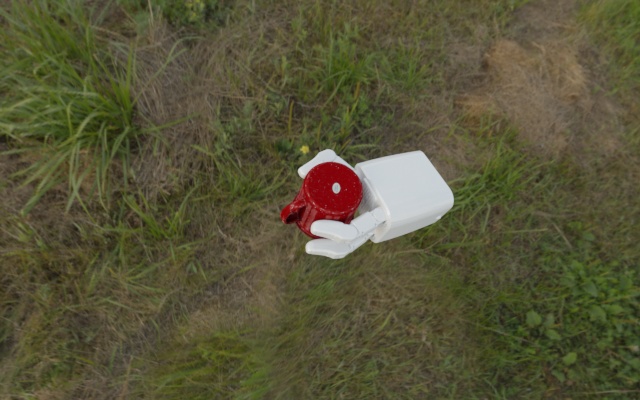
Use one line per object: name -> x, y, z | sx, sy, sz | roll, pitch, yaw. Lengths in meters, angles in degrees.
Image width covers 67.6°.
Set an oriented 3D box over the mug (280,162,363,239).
mug -> -0.001, 0.002, 0.657 | 0.117, 0.093, 0.081 | -16, -21, -18
